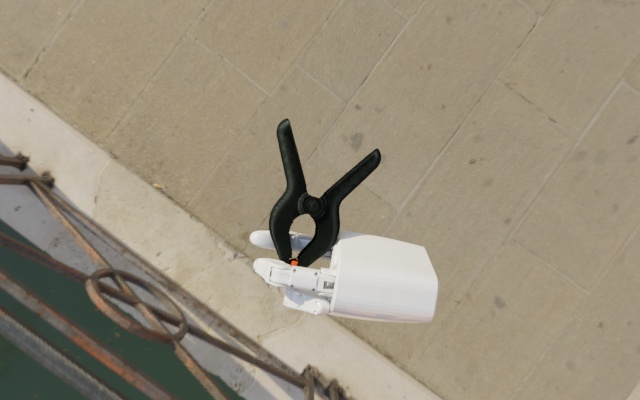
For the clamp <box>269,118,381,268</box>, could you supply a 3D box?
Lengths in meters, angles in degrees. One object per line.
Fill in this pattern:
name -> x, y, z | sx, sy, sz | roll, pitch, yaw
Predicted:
clamp -> 0.000, 0.002, 0.531 | 0.120, 0.171, 0.039 | 9, 2, -1
